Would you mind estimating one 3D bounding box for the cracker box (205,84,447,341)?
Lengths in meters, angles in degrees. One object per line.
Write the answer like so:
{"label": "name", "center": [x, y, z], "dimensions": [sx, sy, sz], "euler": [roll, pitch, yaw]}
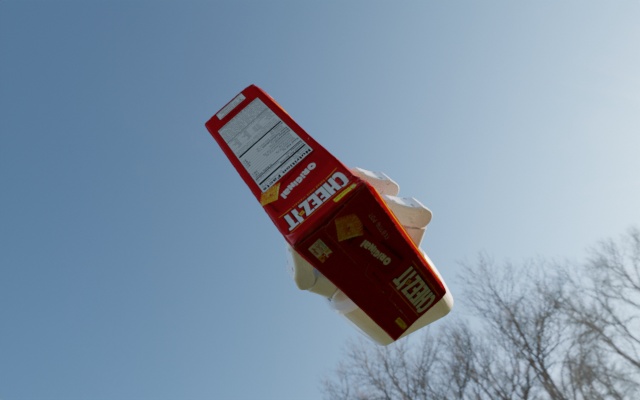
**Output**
{"label": "cracker box", "center": [0.000, 0.001, 0.429], "dimensions": [0.164, 0.072, 0.213], "euler": [48, 0, -41]}
